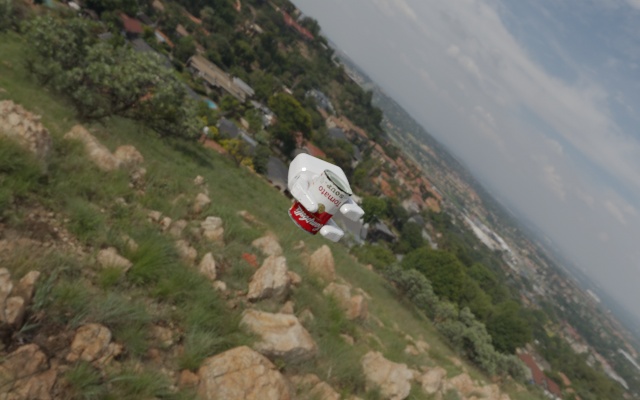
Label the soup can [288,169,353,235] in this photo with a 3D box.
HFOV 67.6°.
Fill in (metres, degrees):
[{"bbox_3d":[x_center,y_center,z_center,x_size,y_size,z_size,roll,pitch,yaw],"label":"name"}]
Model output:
[{"bbox_3d":[0.000,0.003,0.853,0.068,0.102,0.068,39,16,-13],"label":"soup can"}]
